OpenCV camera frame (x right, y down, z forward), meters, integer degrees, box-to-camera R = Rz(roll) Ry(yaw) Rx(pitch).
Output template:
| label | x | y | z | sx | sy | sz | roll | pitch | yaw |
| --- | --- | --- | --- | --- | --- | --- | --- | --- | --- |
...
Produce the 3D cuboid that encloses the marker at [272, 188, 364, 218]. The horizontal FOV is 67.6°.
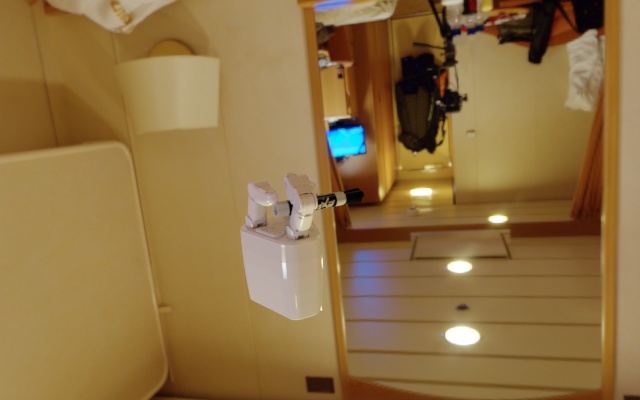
| label | x | y | z | sx | sy | sz | roll | pitch | yaw |
| --- | --- | --- | --- | --- | --- | --- | --- | --- | --- |
| marker | 0.000 | 0.002 | 0.589 | 0.121 | 0.020 | 0.020 | -10 | 4 | -25 |
